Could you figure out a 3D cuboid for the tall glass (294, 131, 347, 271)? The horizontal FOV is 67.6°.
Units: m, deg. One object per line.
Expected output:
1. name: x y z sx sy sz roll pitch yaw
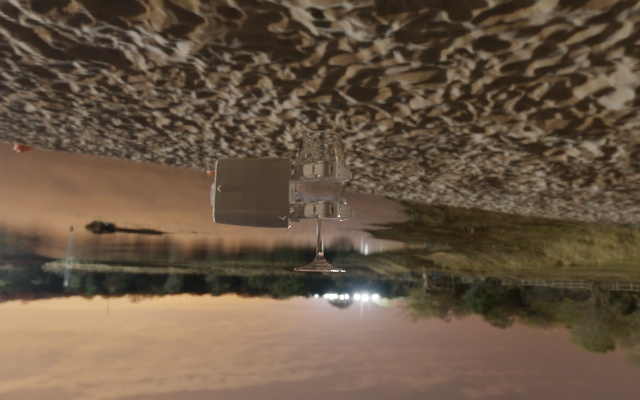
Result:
1. tall glass: 0.000 0.003 0.702 0.079 0.201 0.079 1 -9 0
